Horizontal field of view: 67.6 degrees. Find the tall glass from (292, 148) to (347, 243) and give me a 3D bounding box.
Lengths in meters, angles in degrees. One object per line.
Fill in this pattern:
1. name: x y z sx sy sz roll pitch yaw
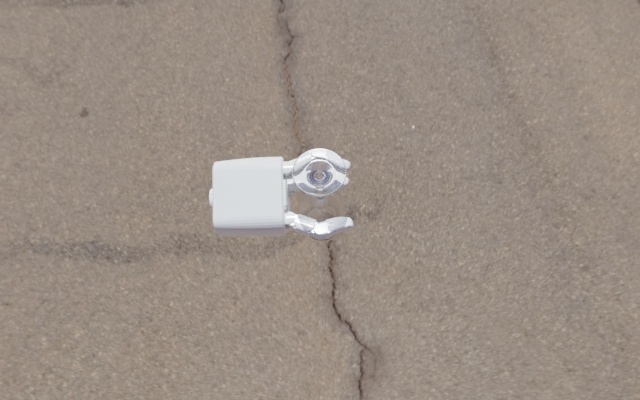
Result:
1. tall glass: 0.000 0.002 0.738 0.079 0.079 0.201 0 -25 2
